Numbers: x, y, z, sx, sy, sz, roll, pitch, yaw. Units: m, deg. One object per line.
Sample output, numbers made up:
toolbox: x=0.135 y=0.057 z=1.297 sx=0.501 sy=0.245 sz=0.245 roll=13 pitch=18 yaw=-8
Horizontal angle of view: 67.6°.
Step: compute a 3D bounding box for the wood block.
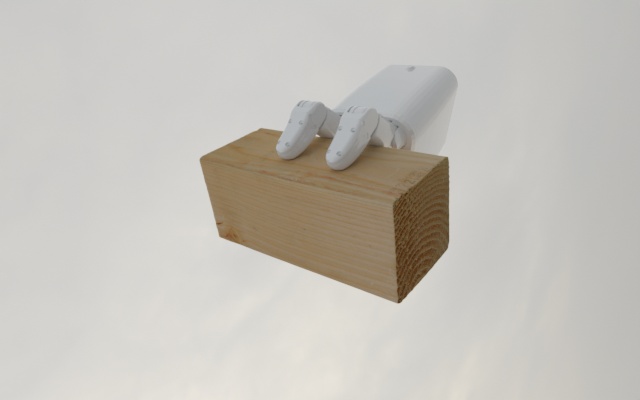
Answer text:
wood block: x=0.000 y=0.001 z=0.427 sx=0.206 sy=0.091 sz=0.090 roll=14 pitch=35 yaw=37
